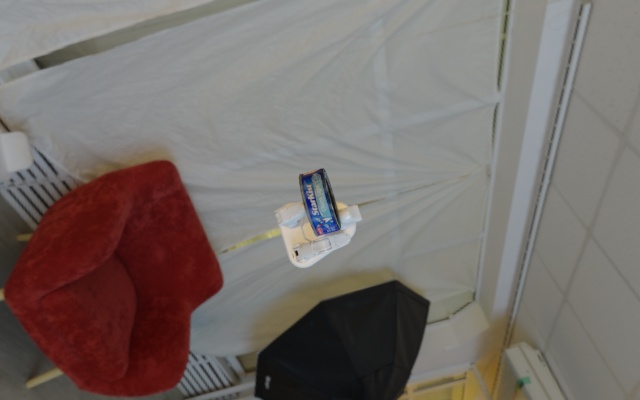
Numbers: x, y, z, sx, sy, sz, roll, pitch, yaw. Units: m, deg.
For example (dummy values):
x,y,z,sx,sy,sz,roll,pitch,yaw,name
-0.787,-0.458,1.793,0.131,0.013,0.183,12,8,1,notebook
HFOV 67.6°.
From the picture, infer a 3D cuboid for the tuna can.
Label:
x,y,z,sx,sy,sz,roll,pitch,yaw,name
0.001,0.002,0.624,0.034,0.086,0.086,-16,-2,6,tuna can
